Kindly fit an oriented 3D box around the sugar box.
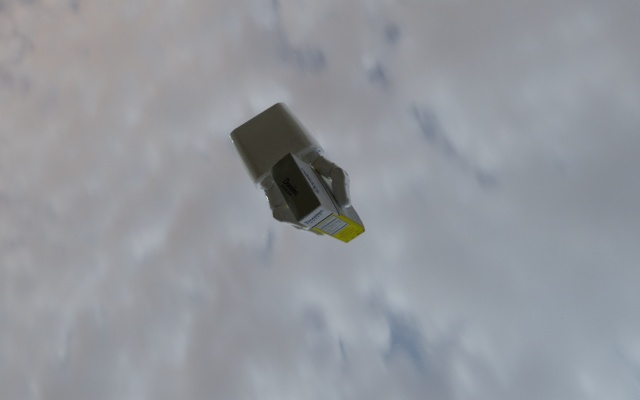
[{"bbox_3d":[0.000,0.002,0.690,0.048,0.093,0.176,-38,-26,14],"label":"sugar box"}]
